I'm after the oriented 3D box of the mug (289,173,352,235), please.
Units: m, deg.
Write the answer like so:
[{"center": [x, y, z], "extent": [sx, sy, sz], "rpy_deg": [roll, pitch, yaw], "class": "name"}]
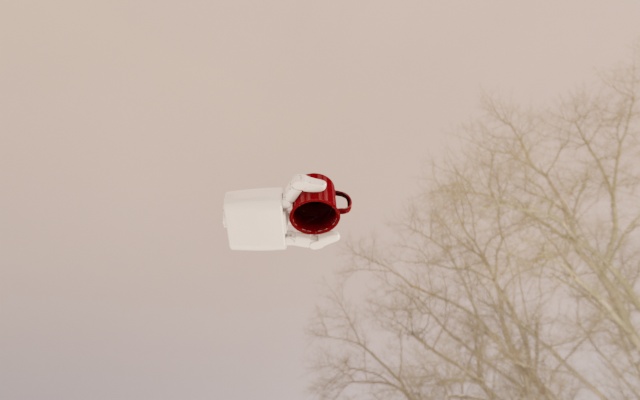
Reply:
[{"center": [0.002, 0.003, 0.892], "extent": [0.117, 0.093, 0.081], "rpy_deg": [-2, 44, 0], "class": "mug"}]
